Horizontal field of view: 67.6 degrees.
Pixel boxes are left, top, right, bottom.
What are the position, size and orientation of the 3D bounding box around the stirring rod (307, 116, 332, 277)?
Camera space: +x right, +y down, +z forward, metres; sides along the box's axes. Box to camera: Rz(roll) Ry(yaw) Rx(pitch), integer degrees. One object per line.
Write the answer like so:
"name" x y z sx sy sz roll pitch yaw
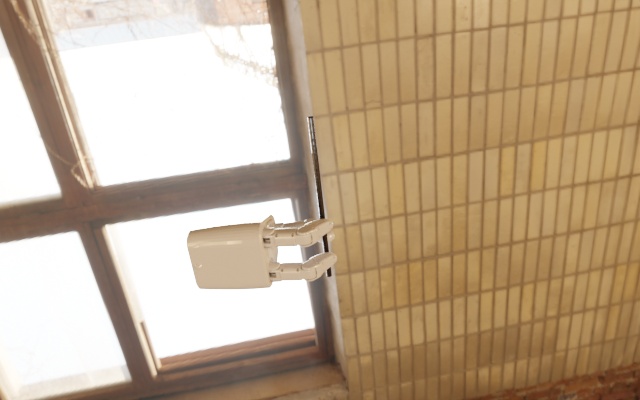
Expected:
"stirring rod" 0.000 0.002 0.662 0.011 0.240 0.011 -6 24 2
